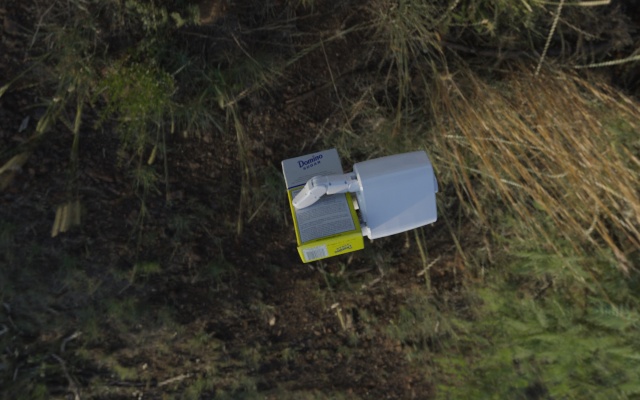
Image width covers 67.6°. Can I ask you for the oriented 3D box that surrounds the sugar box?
[{"bbox_3d":[0.000,0.003,0.724,0.093,0.176,0.048,-13,-43,0],"label":"sugar box"}]
